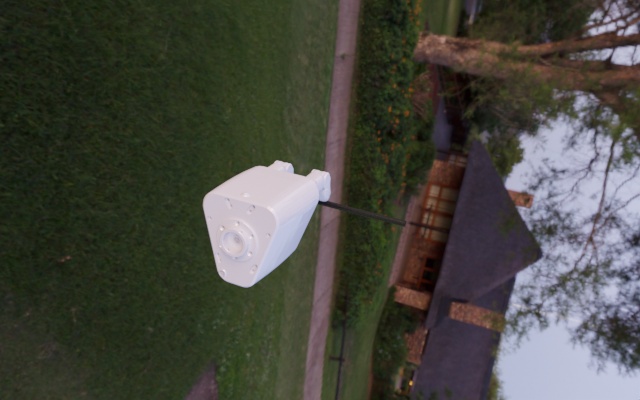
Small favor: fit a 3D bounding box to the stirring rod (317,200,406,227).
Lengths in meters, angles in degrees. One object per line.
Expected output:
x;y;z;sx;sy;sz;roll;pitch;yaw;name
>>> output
0.000;0.002;0.660;0.239;0.011;0.011;14;4;17;stirring rod
